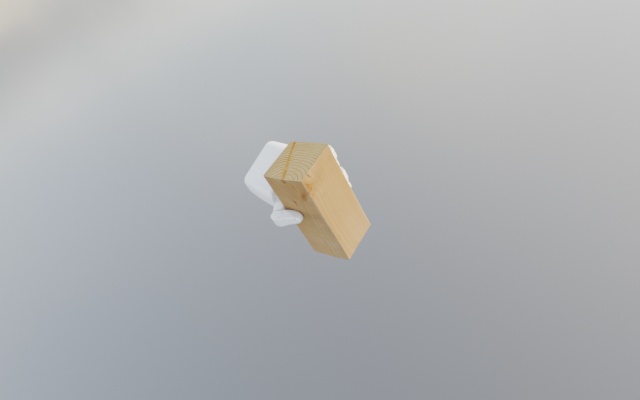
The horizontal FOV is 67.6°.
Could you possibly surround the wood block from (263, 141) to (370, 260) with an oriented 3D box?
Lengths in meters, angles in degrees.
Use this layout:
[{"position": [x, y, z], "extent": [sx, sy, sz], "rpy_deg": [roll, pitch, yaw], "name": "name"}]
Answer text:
[{"position": [0.000, 0.003, 0.853], "extent": [0.090, 0.090, 0.206], "rpy_deg": [10, -36, 40], "name": "wood block"}]
